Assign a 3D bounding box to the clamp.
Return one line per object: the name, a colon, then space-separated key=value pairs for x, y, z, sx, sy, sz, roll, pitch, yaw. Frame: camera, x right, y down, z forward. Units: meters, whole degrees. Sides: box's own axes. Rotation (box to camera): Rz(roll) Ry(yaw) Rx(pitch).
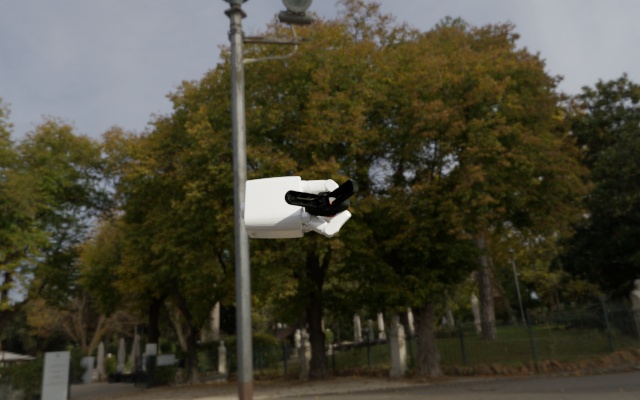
clamp: x=0.000 y=0.002 z=0.839 sx=0.120 sy=0.039 sz=0.171 roll=-2 pitch=-16 yaw=-1
